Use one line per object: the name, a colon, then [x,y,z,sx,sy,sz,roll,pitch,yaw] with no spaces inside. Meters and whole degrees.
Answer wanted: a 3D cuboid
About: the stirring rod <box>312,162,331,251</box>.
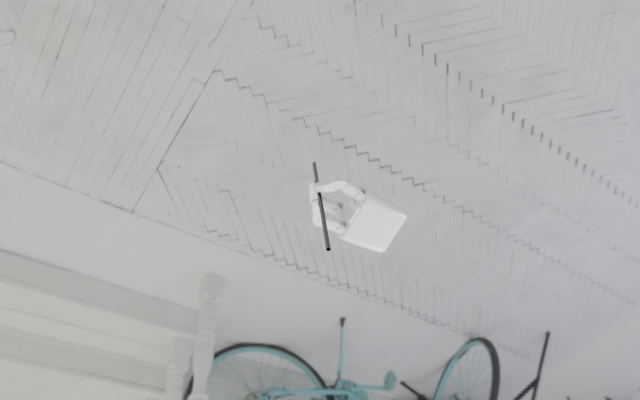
stirring rod: [0.000,0.003,0.881,0.011,0.011,0.239,0,41,-8]
